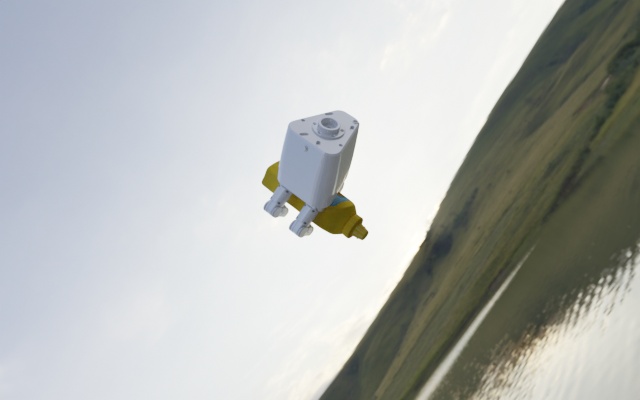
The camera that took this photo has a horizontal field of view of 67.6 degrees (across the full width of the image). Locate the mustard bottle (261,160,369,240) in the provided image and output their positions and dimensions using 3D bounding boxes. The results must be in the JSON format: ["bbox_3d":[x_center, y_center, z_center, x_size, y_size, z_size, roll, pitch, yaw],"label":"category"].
[{"bbox_3d":[0.000,0.003,0.789,0.191,0.058,0.096,36,24,21],"label":"mustard bottle"}]
